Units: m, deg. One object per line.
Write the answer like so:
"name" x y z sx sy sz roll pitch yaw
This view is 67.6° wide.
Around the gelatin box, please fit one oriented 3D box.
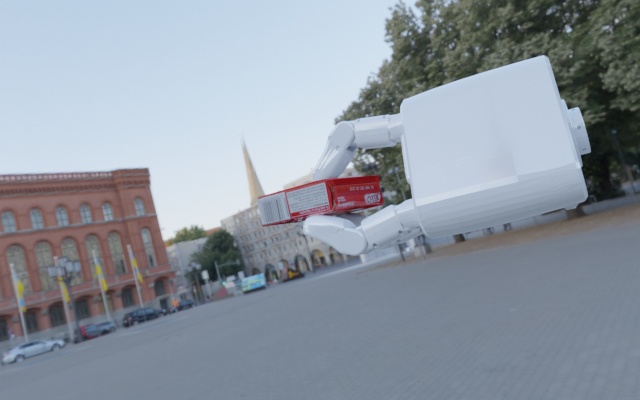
"gelatin box" 0.000 0.001 0.429 0.089 0.030 0.073 -13 -5 40
